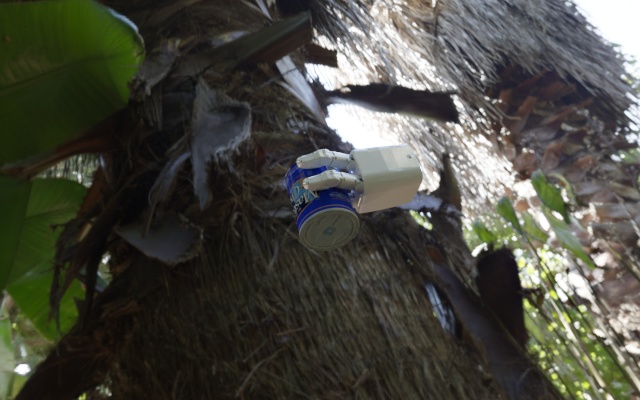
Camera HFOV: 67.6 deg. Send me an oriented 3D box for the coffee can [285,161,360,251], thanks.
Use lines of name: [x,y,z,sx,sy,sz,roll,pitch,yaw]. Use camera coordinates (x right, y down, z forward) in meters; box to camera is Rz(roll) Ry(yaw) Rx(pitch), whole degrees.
coffee can: [0.000,0.003,0.839,0.103,0.140,0.103,-10,-42,-9]
